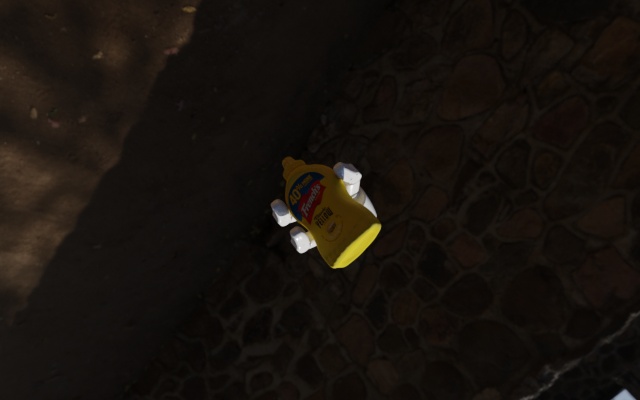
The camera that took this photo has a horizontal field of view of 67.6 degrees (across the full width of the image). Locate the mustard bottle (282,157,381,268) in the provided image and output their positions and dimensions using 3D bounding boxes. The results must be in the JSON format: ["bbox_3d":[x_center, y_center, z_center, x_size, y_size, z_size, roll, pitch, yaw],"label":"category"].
[{"bbox_3d":[0.000,0.002,0.724,0.058,0.096,0.191,3,42,-54],"label":"mustard bottle"}]
